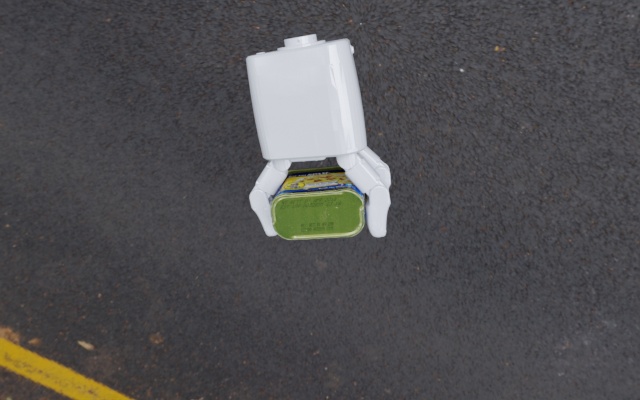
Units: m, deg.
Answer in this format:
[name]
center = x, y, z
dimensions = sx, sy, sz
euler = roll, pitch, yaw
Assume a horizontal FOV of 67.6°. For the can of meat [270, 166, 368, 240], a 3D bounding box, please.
[can of meat]
center = 0.000, 0.002, 0.522
dimensions = 0.102, 0.057, 0.084
euler = -5, 19, 7
